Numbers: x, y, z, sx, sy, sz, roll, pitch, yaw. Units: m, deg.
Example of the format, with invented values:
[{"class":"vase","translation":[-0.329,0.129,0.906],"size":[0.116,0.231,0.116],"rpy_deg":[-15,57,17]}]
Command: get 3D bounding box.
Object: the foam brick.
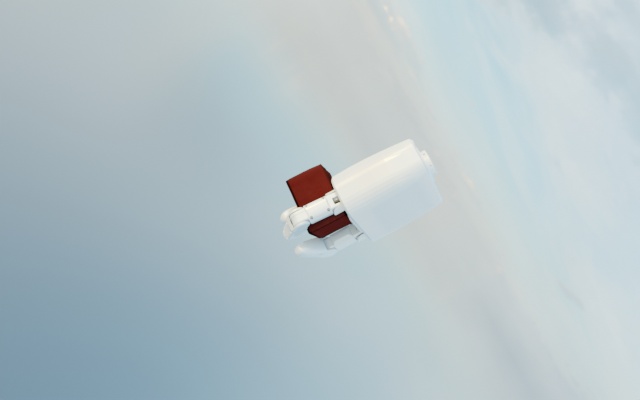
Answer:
[{"class":"foam brick","translation":[0.000,0.002,0.612],"size":[0.051,0.078,0.053],"rpy_deg":[-28,-18,10]}]
